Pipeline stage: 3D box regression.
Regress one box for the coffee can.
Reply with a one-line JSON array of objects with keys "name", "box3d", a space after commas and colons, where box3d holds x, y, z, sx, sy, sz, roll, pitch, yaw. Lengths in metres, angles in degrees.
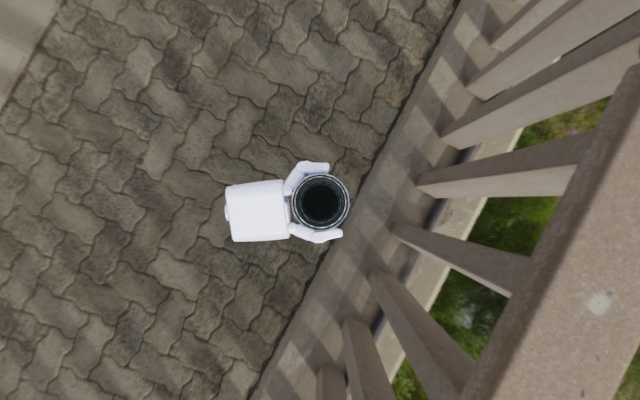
[{"name": "coffee can", "box3d": [0.000, 0.003, 0.898, 0.103, 0.103, 0.140, 0, 0, 0]}]
